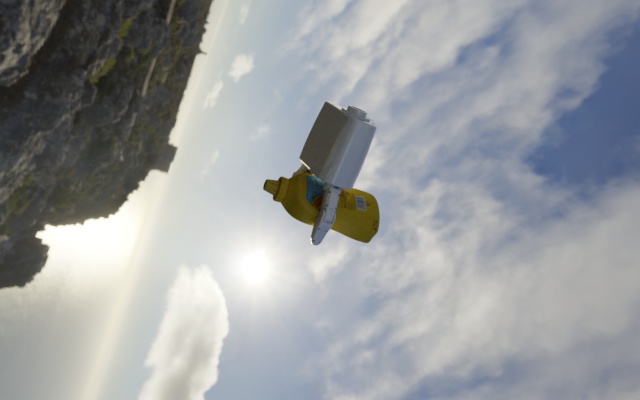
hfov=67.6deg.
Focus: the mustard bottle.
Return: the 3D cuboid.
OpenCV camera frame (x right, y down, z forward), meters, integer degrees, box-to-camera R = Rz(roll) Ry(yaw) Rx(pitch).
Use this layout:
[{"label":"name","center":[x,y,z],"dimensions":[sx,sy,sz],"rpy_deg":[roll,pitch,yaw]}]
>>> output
[{"label":"mustard bottle","center":[0.000,0.003,0.773],"dimensions":[0.191,0.096,0.058],"rpy_deg":[18,-48,-18]}]
